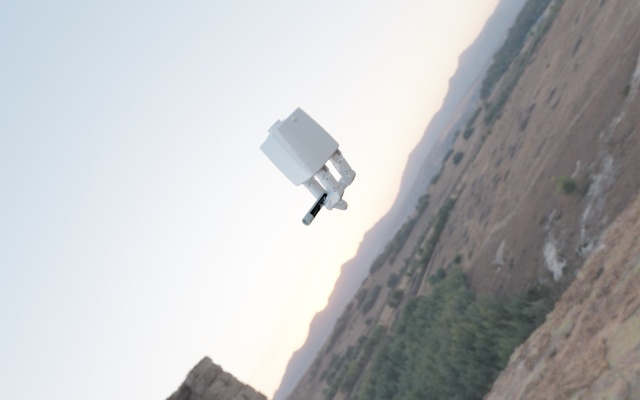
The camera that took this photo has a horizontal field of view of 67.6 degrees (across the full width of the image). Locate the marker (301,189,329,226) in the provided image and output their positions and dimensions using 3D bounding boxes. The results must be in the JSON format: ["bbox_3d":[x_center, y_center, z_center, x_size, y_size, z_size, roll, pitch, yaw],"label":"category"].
[{"bbox_3d":[0.000,0.003,0.895,0.020,0.020,0.121,0,37,34],"label":"marker"}]
